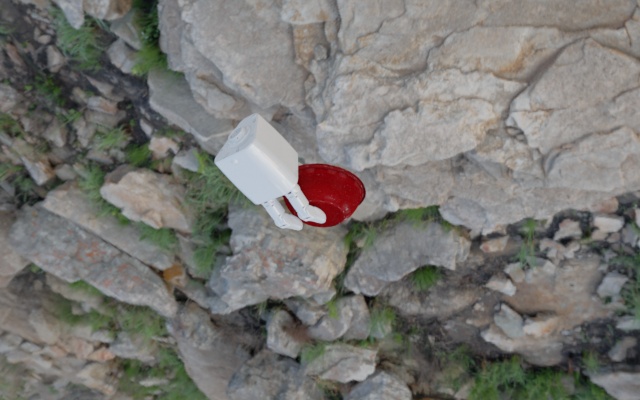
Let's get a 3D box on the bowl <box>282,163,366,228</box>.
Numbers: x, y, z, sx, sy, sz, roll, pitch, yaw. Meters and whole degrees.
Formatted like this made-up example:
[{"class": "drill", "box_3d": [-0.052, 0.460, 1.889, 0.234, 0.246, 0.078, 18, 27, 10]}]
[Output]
[{"class": "bowl", "box_3d": [0.001, 0.004, 0.862, 0.162, 0.055, 0.162, 4, -33, 3]}]
